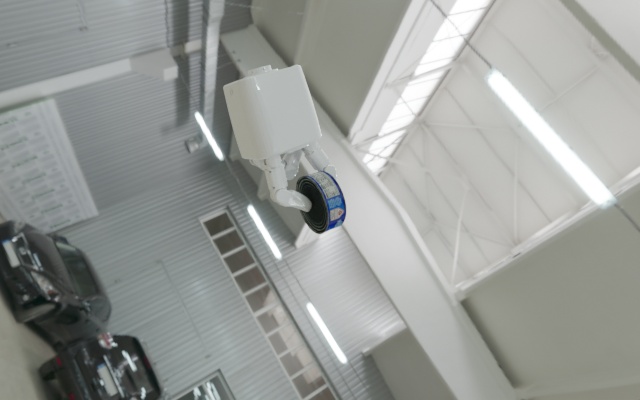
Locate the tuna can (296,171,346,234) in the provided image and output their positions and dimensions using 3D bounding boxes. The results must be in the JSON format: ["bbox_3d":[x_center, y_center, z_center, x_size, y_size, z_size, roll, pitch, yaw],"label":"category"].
[{"bbox_3d":[0.001,0.002,0.681,0.034,0.086,0.086,-19,9,-27],"label":"tuna can"}]
